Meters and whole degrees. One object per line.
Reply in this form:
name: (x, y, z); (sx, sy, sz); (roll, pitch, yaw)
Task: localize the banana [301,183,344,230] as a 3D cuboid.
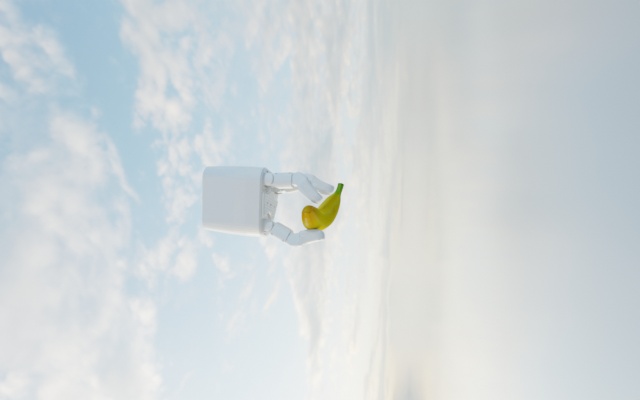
banana: (0.000, 0.020, 0.822); (0.037, 0.070, 0.197); (6, 15, 15)
